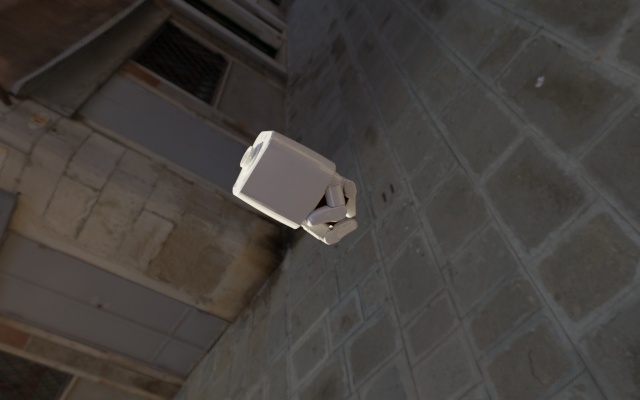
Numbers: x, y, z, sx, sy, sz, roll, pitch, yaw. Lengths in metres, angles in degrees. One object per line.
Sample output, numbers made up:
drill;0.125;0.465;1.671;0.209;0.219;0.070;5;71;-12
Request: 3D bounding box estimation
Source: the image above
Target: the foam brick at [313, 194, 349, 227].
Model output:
foam brick;0.000;0.003;0.755;0.051;0.053;0.078;28;-3;-20
